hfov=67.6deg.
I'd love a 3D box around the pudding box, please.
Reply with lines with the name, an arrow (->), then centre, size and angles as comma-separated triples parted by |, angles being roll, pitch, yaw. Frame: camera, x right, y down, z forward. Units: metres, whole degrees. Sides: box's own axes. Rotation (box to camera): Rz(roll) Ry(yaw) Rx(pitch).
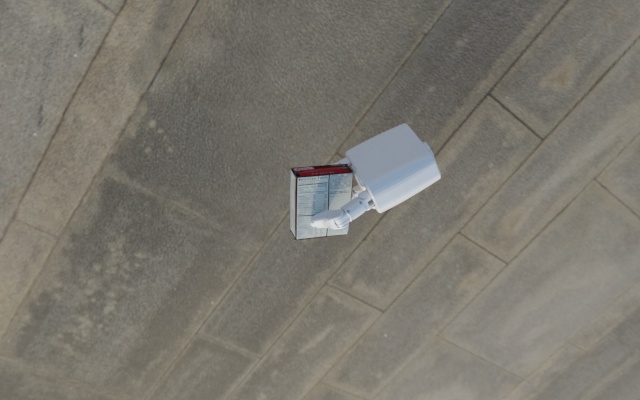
pudding box -> 0.000, 0.002, 0.729 | 0.090, 0.113, 0.039 | -5, 27, -14
